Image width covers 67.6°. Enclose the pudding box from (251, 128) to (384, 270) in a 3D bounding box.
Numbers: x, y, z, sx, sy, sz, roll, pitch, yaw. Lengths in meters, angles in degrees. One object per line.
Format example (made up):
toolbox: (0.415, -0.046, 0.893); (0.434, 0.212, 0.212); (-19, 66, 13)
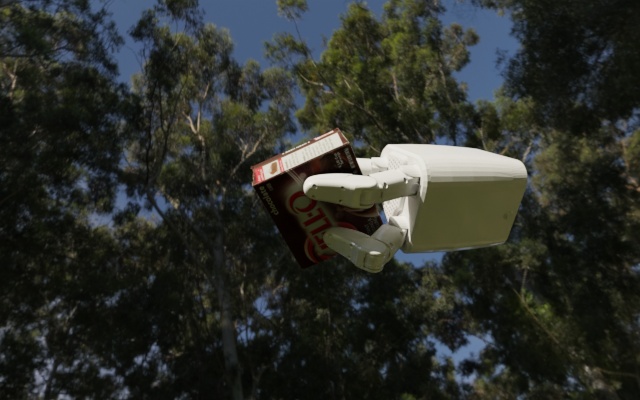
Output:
pudding box: (0.000, 0.001, 0.440); (0.090, 0.114, 0.039); (-25, 33, 3)
